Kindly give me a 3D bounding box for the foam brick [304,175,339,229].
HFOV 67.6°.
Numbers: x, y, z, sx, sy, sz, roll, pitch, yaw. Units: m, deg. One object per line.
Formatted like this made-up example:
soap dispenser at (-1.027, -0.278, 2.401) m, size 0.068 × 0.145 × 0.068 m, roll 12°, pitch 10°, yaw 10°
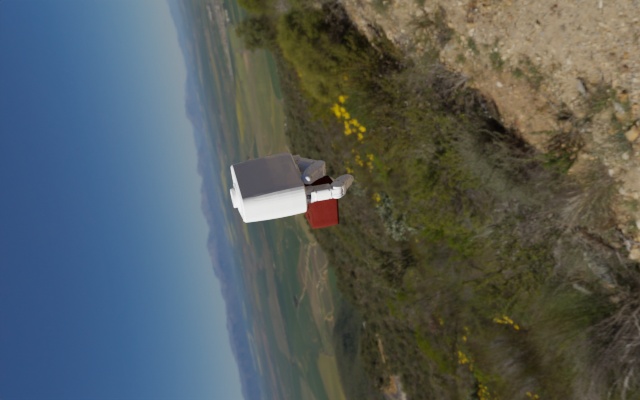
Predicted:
foam brick at (0.000, 0.003, 0.855) m, size 0.051 × 0.078 × 0.053 m, roll -13°, pitch 31°, yaw -14°
